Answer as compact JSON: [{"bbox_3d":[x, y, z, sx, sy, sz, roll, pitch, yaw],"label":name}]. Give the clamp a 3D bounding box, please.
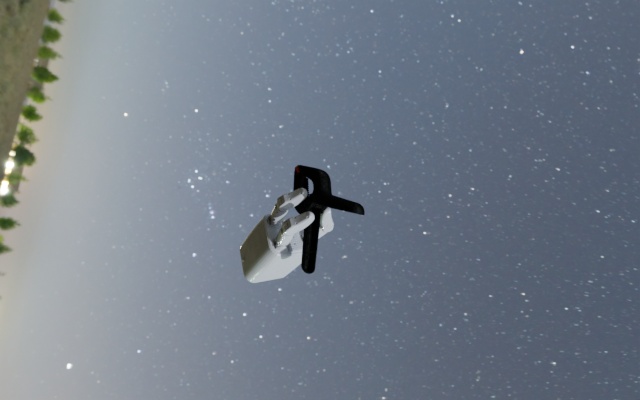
[{"bbox_3d":[0.000,0.003,0.855,0.036,0.209,0.165,18,-49,-36],"label":"clamp"}]
